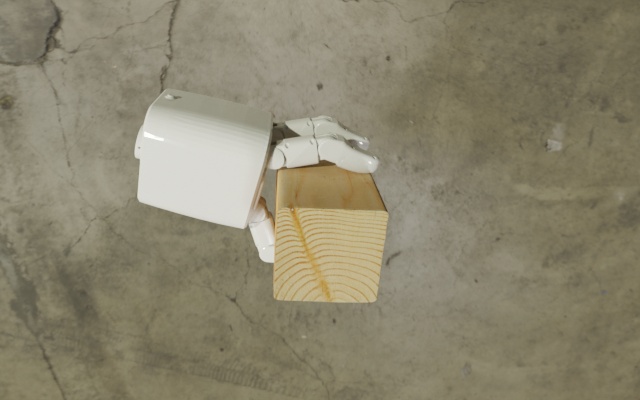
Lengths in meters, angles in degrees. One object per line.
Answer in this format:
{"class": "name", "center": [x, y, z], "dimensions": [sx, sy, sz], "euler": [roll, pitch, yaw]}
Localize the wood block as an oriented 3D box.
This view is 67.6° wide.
{"class": "wood block", "center": [0.000, 0.002, 0.478], "dimensions": [0.090, 0.091, 0.206], "euler": [2, 26, -6]}
